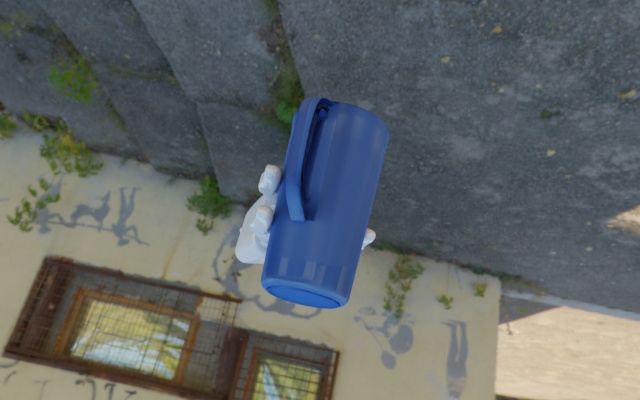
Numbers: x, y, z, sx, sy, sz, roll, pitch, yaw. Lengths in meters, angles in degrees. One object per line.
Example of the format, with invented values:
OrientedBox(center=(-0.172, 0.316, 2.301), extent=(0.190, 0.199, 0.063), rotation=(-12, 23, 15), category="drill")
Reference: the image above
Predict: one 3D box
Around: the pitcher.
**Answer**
OrientedBox(center=(0.000, 0.002, 0.600), extent=(0.149, 0.242, 0.145), rotation=(21, -23, -20), category="pitcher")
